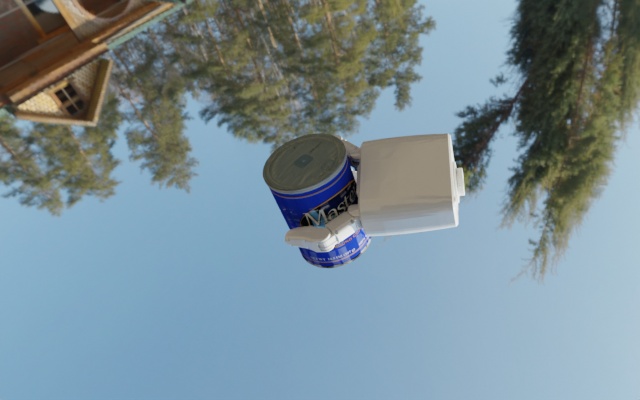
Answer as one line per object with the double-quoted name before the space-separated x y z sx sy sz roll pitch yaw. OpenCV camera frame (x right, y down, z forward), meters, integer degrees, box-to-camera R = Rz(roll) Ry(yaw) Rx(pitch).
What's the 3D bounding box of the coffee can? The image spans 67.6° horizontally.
"coffee can" 0.000 0.002 0.602 0.103 0.140 0.102 -13 41 11
